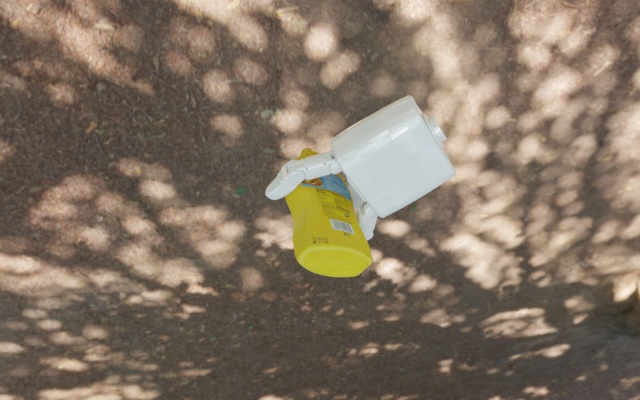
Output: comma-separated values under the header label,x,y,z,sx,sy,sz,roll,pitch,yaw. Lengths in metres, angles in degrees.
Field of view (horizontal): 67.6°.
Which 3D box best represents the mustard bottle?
label,x,y,z,sx,sy,sz,roll,pitch,yaw
mustard bottle,0.000,0.002,0.607,0.096,0.191,0.058,16,-49,-31
